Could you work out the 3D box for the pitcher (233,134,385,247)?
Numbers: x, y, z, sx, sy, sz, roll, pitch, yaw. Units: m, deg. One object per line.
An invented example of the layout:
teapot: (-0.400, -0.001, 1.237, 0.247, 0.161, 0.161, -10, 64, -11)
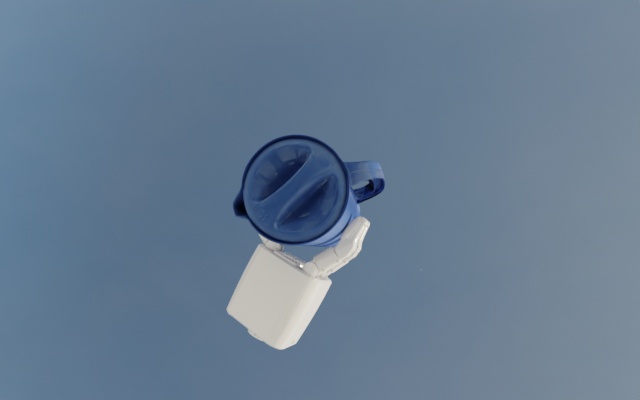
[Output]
pitcher: (0.000, 0.002, 0.669, 0.149, 0.145, 0.243, 28, -2, 14)
